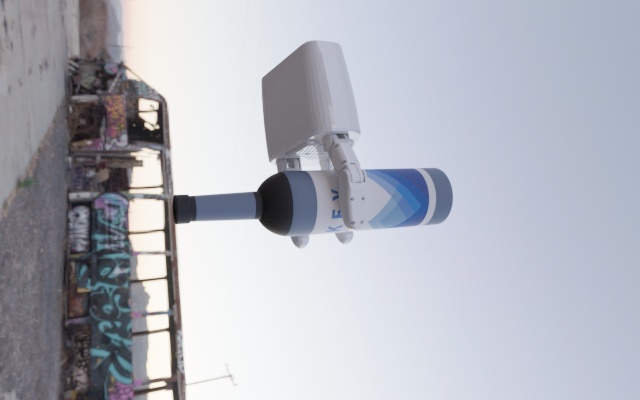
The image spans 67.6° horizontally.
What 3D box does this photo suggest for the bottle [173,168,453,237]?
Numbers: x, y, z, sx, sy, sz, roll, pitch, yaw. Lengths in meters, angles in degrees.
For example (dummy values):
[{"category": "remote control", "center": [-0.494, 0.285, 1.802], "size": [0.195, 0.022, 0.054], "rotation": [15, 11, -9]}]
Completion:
[{"category": "bottle", "center": [0.000, 0.002, 0.498], "size": [0.296, 0.069, 0.069], "rotation": [-3, 1, -25]}]
